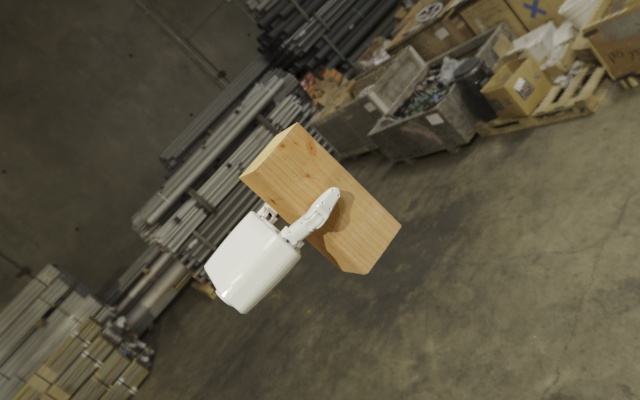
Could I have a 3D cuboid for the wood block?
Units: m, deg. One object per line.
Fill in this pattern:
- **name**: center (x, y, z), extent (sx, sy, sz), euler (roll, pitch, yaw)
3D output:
- **wood block**: center (0.000, 0.002, 0.669), extent (0.206, 0.090, 0.091), euler (44, -18, -15)
